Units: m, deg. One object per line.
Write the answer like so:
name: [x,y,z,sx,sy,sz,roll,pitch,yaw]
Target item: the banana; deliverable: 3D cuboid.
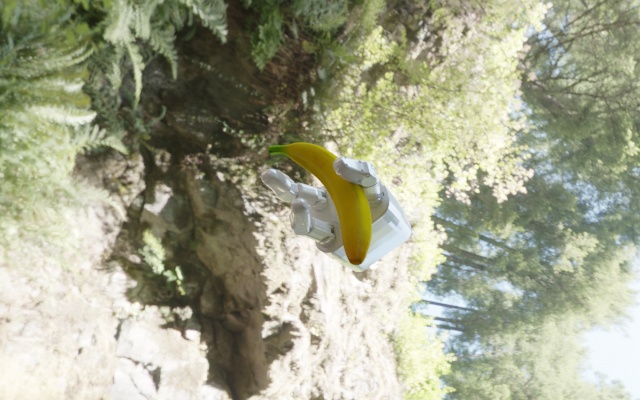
banana: [0.014,-0.011,0.563,0.069,0.197,0.037,-33,-33,-8]
